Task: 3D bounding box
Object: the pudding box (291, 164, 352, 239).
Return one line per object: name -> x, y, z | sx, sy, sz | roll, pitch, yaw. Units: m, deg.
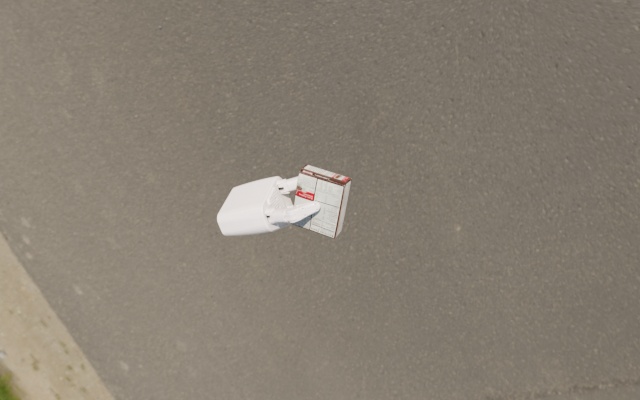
pudding box -> 0.000, 0.003, 0.848 | 0.090, 0.114, 0.039 | 18, 31, 14
